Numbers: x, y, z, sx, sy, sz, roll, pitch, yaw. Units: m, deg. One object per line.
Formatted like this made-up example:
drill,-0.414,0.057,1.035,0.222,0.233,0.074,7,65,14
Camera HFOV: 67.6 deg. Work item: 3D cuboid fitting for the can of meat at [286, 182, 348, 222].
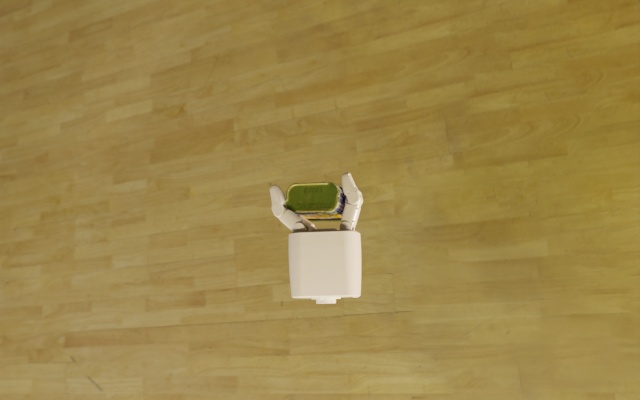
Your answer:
can of meat,0.000,0.003,0.829,0.102,0.057,0.084,-2,-12,22
